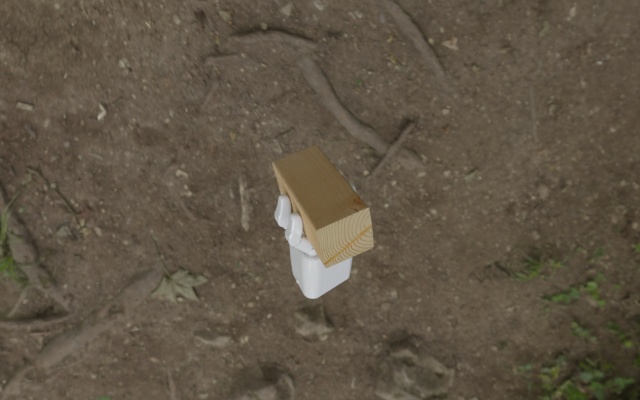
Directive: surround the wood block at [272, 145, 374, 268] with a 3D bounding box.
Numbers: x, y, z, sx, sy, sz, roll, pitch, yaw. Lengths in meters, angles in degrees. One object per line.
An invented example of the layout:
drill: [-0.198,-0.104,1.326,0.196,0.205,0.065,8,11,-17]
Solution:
wood block: [0.001,0.003,0.810,0.091,0.090,0.206,-23,41,-12]
